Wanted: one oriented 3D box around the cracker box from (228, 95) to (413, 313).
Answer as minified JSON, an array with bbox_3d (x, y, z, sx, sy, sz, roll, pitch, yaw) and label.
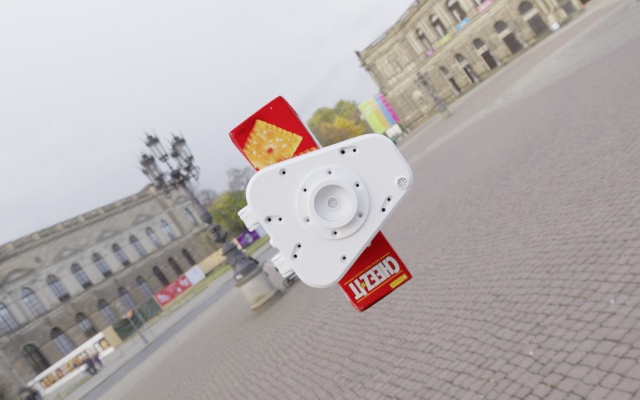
[{"bbox_3d":[0.000,0.001,0.525,0.072,0.213,0.164,-35,2,2],"label":"cracker box"}]
